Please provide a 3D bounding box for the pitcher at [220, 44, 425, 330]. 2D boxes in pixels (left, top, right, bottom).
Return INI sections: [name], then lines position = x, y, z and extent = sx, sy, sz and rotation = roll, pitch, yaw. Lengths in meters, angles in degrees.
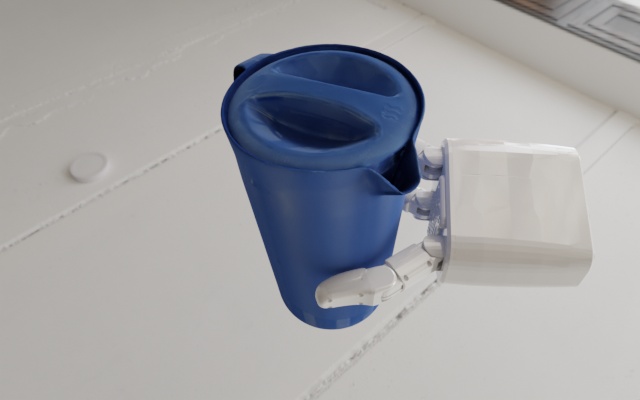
[pitcher]
position = 0.000, 0.001, 0.403
extent = 0.145, 0.149, 0.243
rotation = 2, -40, 4
